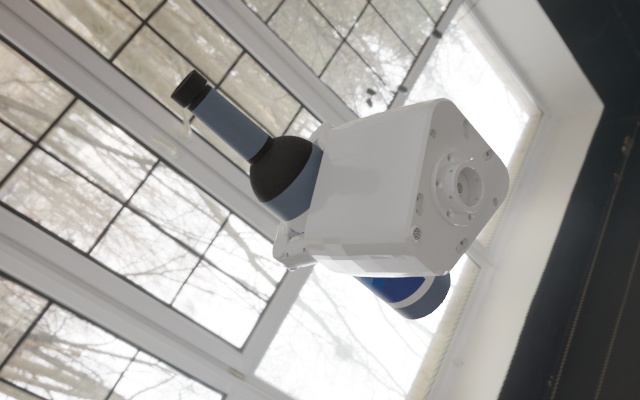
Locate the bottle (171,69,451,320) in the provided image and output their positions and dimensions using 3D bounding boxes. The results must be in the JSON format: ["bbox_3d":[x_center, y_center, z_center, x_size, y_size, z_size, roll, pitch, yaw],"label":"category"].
[{"bbox_3d":[0.000,0.002,0.410,0.296,0.069,0.069,41,-20,-25],"label":"bottle"}]
